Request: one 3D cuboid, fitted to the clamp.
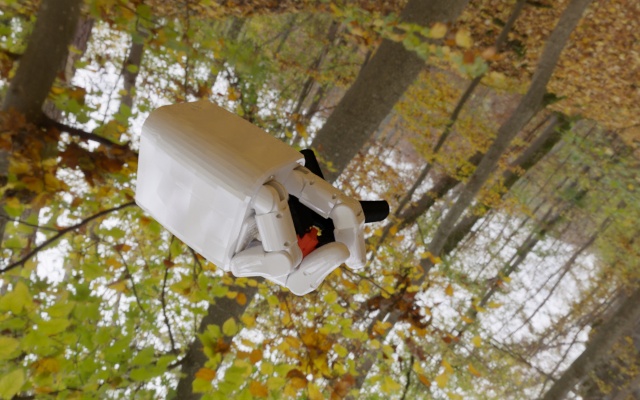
[{"bbox_3d":[0.000,0.002,0.471,0.120,0.039,0.171,33,24,10],"label":"clamp"}]
